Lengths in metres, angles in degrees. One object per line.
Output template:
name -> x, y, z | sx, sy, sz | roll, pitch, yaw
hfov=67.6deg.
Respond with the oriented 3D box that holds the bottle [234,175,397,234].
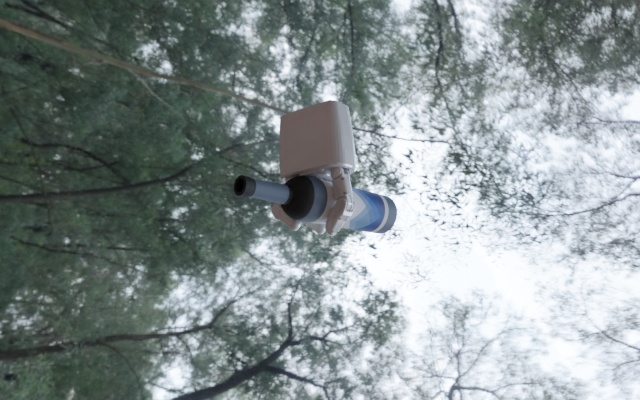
bottle -> 0.000, 0.002, 0.718 | 0.296, 0.069, 0.069 | 12, -8, -43
